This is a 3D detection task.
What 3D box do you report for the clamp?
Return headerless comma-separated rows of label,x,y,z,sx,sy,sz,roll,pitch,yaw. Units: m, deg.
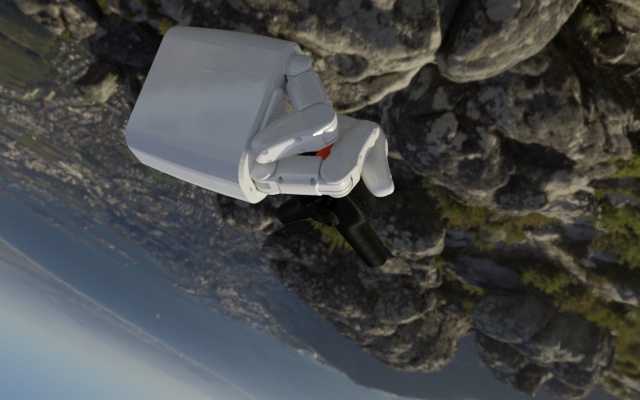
clamp,0.000,0.002,0.424,0.120,0.039,0.172,16,-28,19
